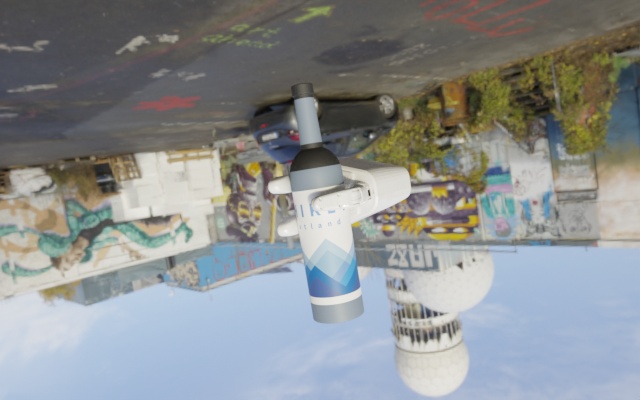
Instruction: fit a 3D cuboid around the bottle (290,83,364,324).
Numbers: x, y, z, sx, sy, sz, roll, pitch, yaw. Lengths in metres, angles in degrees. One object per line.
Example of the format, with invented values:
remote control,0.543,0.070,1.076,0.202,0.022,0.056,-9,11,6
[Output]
bottle,0.000,0.002,0.602,0.069,0.296,0.069,-9,4,1
